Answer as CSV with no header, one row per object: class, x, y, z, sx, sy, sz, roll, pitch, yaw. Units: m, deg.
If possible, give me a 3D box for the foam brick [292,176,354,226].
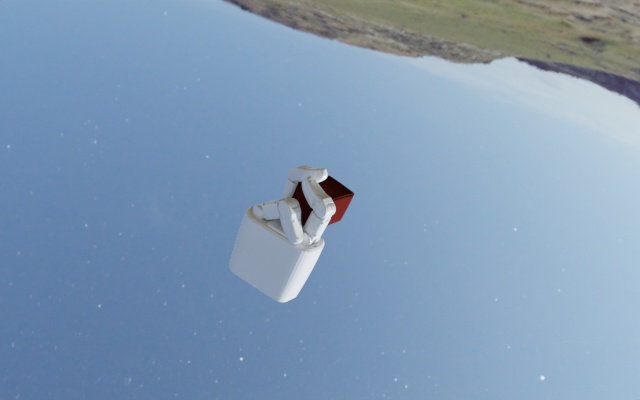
foam brick,0.000,0.002,0.695,0.053,0.051,0.078,39,31,26
